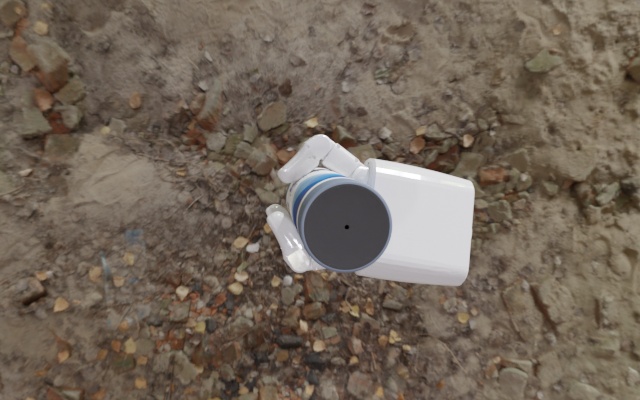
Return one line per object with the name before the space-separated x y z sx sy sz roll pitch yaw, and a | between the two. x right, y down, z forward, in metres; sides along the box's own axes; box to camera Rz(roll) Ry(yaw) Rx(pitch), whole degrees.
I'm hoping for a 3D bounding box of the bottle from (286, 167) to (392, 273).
bottle | 0.000 0.002 0.481 0.069 0.069 0.295 0 7 -7
